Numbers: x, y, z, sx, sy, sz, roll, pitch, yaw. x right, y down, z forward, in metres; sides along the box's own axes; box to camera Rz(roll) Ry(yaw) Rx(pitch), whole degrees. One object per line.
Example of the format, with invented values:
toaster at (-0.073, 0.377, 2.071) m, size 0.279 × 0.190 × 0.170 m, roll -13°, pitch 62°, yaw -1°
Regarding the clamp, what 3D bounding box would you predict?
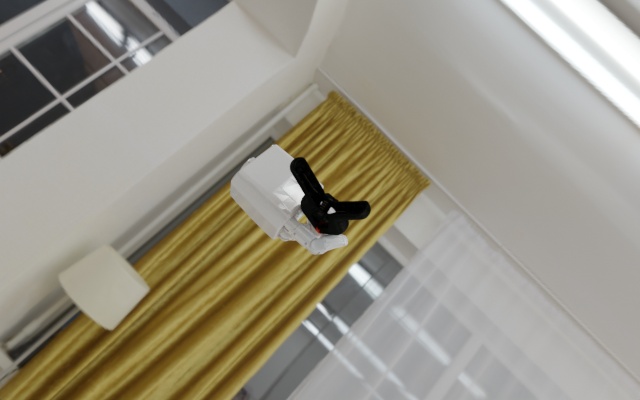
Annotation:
clamp at (0.001, 0.002, 0.671) m, size 0.039 × 0.120 × 0.171 m, roll -45°, pitch -4°, yaw -21°
